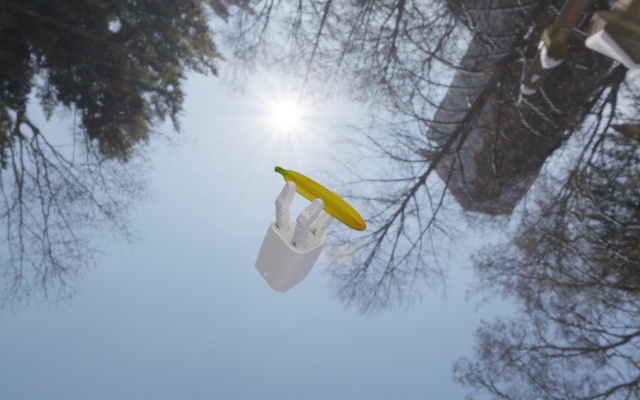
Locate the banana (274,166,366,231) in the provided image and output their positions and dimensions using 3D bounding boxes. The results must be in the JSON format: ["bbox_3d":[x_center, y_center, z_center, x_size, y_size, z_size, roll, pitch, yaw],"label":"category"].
[{"bbox_3d":[0.003,-0.002,0.875,0.198,0.037,0.069,32,17,11],"label":"banana"}]
